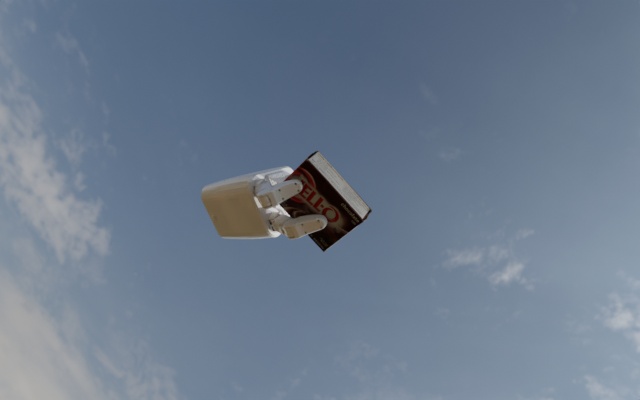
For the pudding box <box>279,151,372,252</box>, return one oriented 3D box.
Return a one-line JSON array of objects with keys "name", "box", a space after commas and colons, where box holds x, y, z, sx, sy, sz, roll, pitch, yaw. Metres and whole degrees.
[{"name": "pudding box", "box": [0.000, 0.002, 0.652, 0.090, 0.113, 0.039, -42, 4, 40]}]
